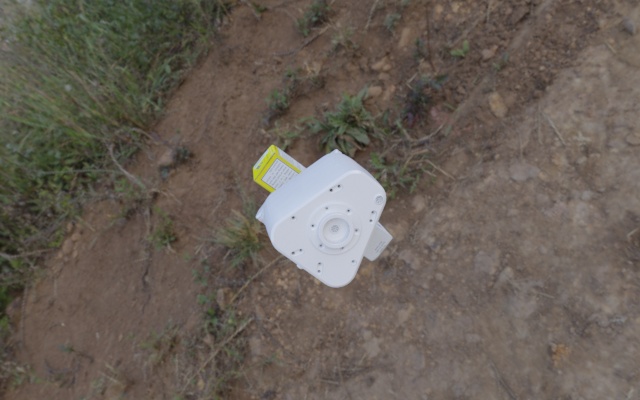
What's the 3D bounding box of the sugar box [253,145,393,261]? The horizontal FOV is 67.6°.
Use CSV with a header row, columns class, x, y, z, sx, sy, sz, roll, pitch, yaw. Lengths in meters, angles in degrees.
class,x,y,z,sx,sy,sz,roll,pitch,yaw
sugar box,0.000,0.002,0.589,0.176,0.048,0.093,38,5,-14
